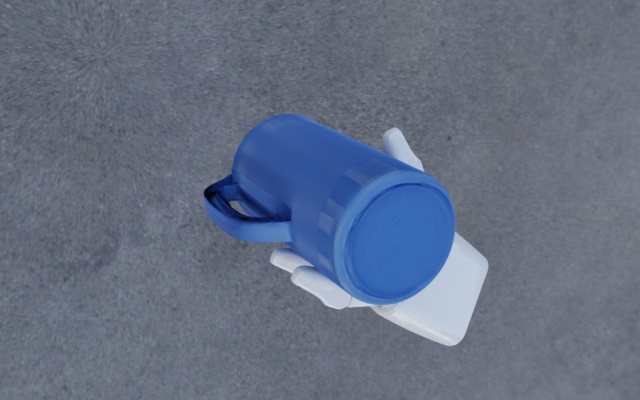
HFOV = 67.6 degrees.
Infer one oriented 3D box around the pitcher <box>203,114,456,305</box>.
[{"bbox_3d":[0.000,0.002,0.448,0.145,0.149,0.242,35,-1,-29],"label":"pitcher"}]
